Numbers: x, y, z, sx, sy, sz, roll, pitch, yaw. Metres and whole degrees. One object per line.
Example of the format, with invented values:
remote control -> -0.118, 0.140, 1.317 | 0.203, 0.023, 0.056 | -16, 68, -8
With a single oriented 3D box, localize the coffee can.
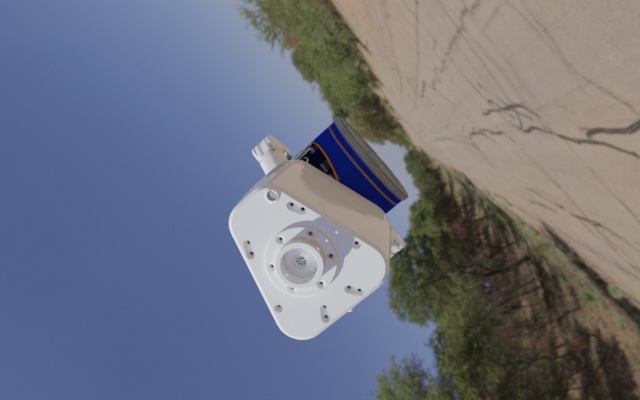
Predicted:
coffee can -> 0.000, 0.001, 0.473 | 0.140, 0.103, 0.103 | -41, -10, 12
